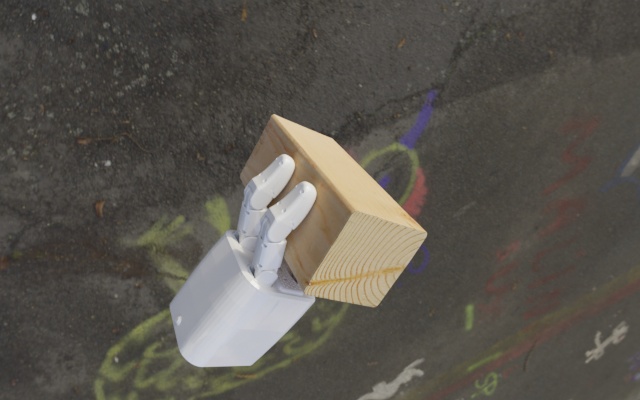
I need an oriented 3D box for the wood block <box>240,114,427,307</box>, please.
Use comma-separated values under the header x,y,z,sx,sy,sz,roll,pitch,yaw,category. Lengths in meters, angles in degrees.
x,y,z,sx,sy,sz,roll,pitch,yaw,category
0.000,0.002,0.489,0.091,0.090,0.206,18,21,-35,wood block
